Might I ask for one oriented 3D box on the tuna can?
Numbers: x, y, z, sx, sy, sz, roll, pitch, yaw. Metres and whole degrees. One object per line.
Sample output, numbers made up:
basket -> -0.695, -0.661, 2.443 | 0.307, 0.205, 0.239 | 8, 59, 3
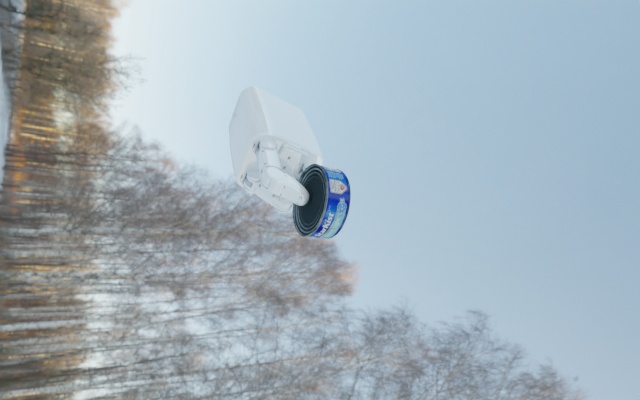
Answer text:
tuna can -> 0.001, 0.002, 0.562 | 0.034, 0.086, 0.086 | 10, -5, -27
